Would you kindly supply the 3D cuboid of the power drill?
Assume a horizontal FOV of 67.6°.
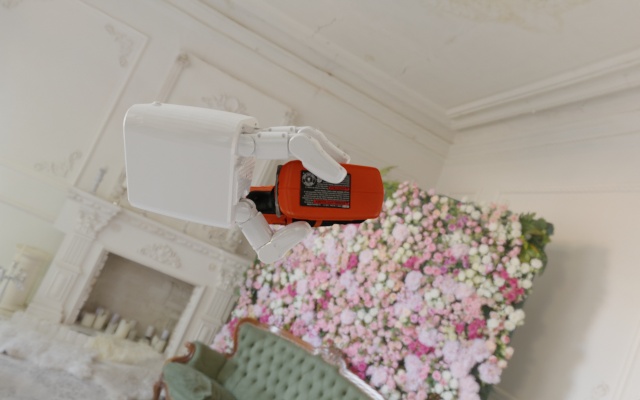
[{"bbox_3d":[0.000,0.002,0.543,0.184,0.057,0.188,1,-8,-17],"label":"power drill"}]
